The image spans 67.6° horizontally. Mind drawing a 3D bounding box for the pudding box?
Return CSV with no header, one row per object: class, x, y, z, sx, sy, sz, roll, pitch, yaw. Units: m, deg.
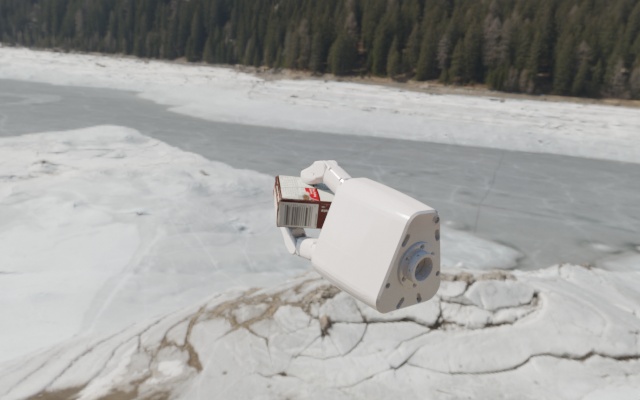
pudding box,0.000,0.002,0.591,0.113,0.039,0.090,5,20,-10
